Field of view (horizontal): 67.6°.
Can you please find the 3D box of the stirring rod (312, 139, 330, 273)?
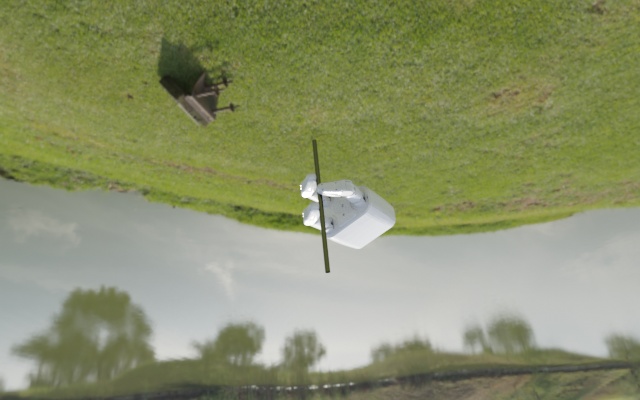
[{"bbox_3d":[0.000,0.002,0.784,0.011,0.239,0.011,-5,-26,-2],"label":"stirring rod"}]
